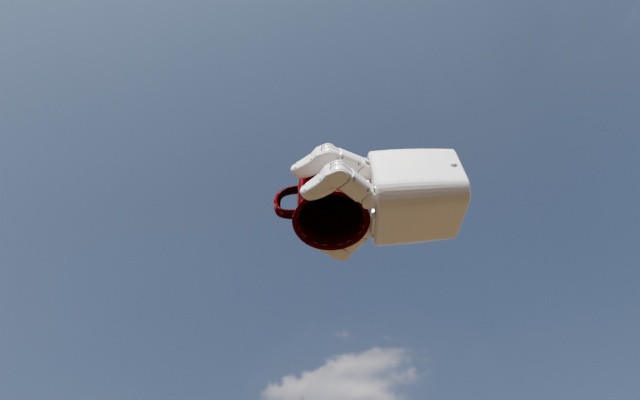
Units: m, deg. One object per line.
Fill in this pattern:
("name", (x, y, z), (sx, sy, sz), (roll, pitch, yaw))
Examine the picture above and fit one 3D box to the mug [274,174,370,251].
("mug", (-0.001, 0.002, 0.598), (0.117, 0.093, 0.081), (-2, 38, 1))
